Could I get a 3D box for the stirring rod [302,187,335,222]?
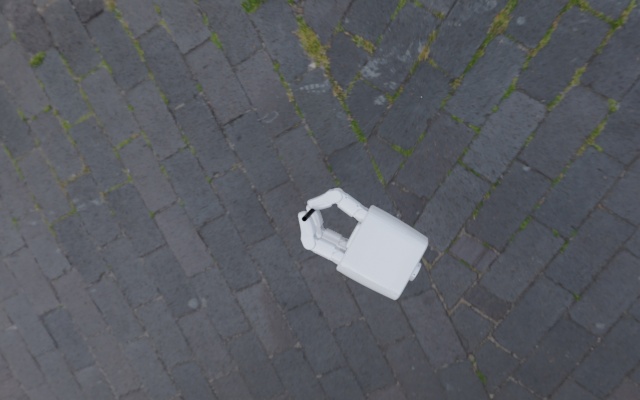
[{"bbox_3d":[0.000,0.003,0.824,0.011,0.011,0.239,0,12,12],"label":"stirring rod"}]
